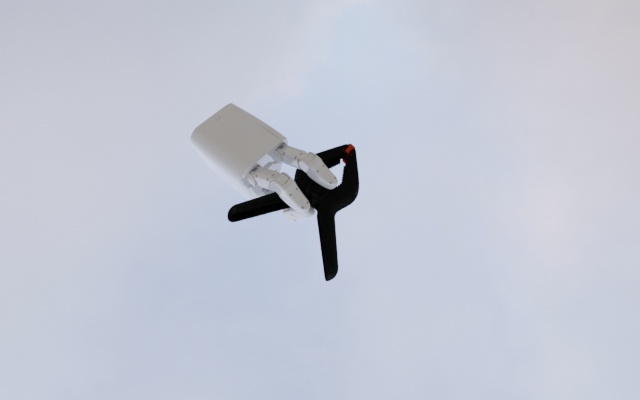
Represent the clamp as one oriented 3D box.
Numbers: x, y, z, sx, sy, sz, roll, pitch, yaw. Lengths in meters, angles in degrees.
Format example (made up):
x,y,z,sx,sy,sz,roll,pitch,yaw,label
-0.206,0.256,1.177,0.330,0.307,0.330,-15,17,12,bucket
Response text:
x,y,z,sx,sy,sz,roll,pitch,yaw,label
0.000,0.002,0.663,0.164,0.210,0.036,37,-31,13,clamp
